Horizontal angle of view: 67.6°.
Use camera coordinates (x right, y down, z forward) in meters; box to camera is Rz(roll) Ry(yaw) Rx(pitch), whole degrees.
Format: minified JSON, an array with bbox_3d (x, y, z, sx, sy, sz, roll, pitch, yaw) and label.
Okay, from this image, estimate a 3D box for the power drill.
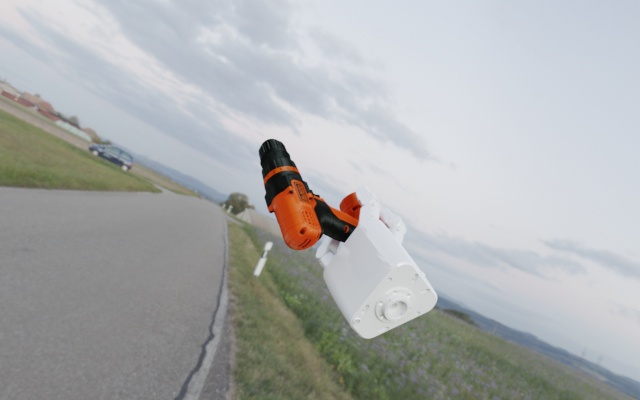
[{"bbox_3d":[0.001,0.003,0.685,0.188,0.184,0.057,18,-50,-41],"label":"power drill"}]
